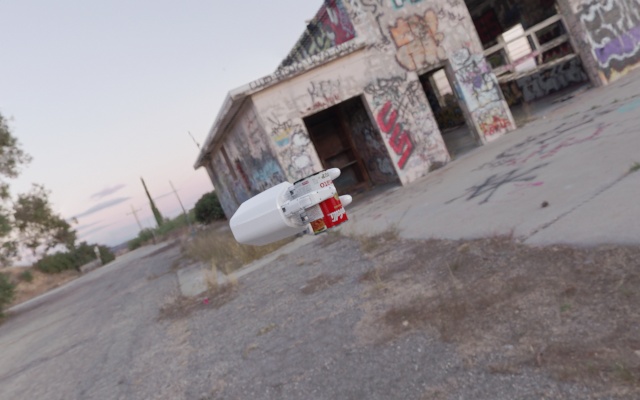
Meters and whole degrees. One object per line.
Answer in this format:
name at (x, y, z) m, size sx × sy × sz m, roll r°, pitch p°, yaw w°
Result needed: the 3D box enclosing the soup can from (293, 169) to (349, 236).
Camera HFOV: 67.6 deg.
soup can at (0.000, 0.002, 0.856) m, size 0.068 × 0.102 × 0.068 m, roll -23°, pitch 1°, yaw 0°
